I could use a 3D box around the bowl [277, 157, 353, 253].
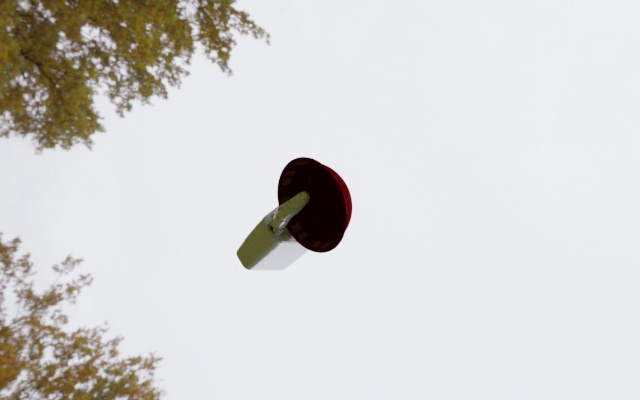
[{"bbox_3d":[0.001,0.002,0.792,0.055,0.162,0.162,-19,13,-42],"label":"bowl"}]
